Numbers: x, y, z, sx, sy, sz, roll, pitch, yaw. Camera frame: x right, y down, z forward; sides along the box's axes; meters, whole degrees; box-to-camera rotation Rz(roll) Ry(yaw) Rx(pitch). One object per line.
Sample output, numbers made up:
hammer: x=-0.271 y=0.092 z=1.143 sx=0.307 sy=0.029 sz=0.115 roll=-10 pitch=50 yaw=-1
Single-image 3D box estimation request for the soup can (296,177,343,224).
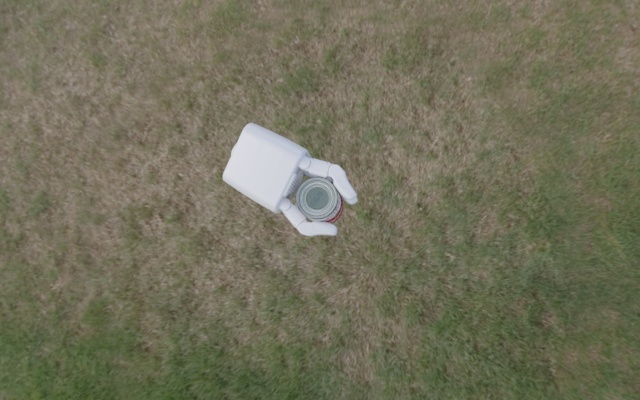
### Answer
soup can: x=0.000 y=0.003 z=0.779 sx=0.068 sy=0.068 sz=0.102 roll=0 pitch=-8 yaw=7
